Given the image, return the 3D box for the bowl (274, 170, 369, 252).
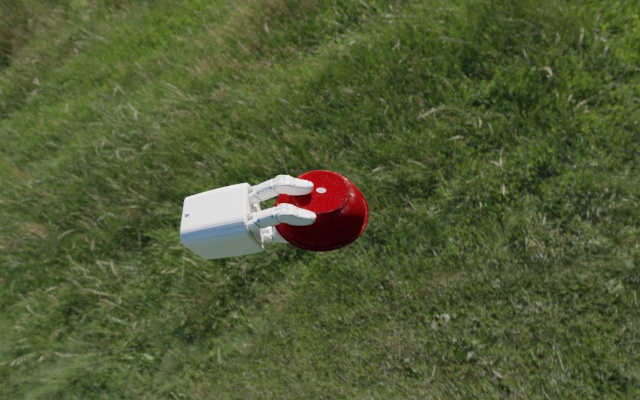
[{"bbox_3d":[0.001,0.002,0.775,0.162,0.162,0.055,0,-41,1],"label":"bowl"}]
